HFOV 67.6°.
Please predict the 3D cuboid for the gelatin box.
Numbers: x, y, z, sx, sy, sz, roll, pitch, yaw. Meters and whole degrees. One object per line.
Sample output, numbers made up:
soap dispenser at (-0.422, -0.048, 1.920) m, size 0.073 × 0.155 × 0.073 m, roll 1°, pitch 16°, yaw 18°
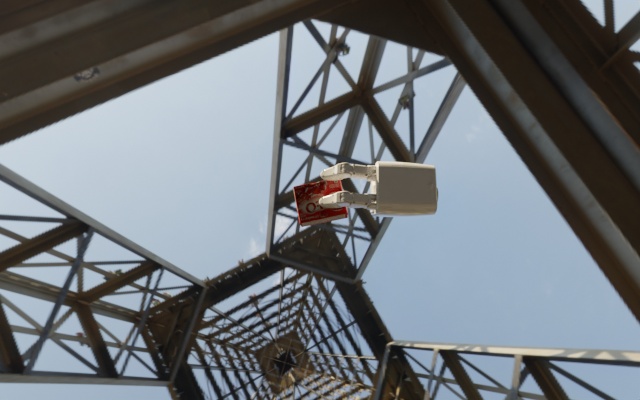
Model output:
gelatin box at (0.000, 0.003, 0.872) m, size 0.089 × 0.073 × 0.030 m, roll -12°, pitch -19°, yaw 0°
